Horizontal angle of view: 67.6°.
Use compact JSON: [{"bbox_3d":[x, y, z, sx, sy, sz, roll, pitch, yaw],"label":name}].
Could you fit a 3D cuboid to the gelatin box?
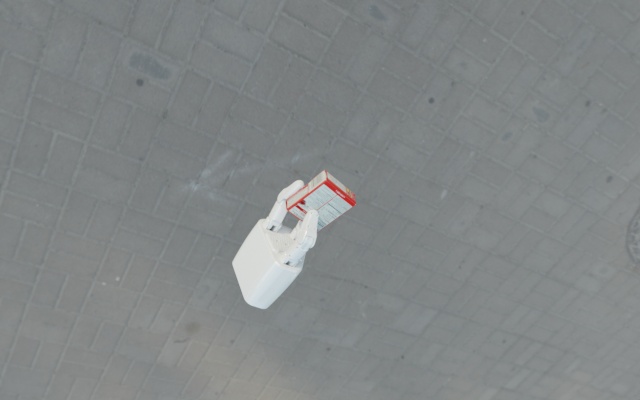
[{"bbox_3d":[0.000,0.003,0.764,0.089,0.030,0.073,-37,-55,24],"label":"gelatin box"}]
